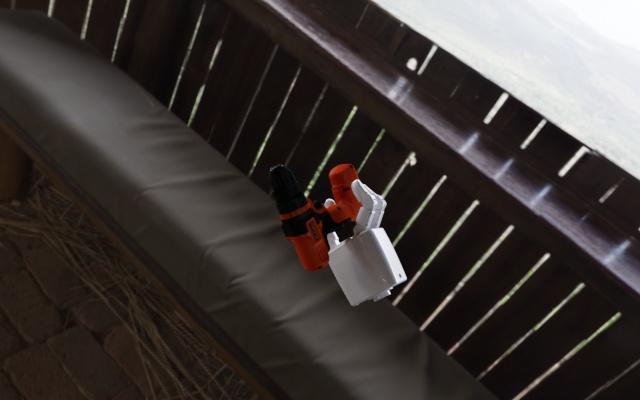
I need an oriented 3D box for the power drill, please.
[{"bbox_3d":[0.001,0.003,0.820,0.057,0.184,0.187,-10,17,41],"label":"power drill"}]
